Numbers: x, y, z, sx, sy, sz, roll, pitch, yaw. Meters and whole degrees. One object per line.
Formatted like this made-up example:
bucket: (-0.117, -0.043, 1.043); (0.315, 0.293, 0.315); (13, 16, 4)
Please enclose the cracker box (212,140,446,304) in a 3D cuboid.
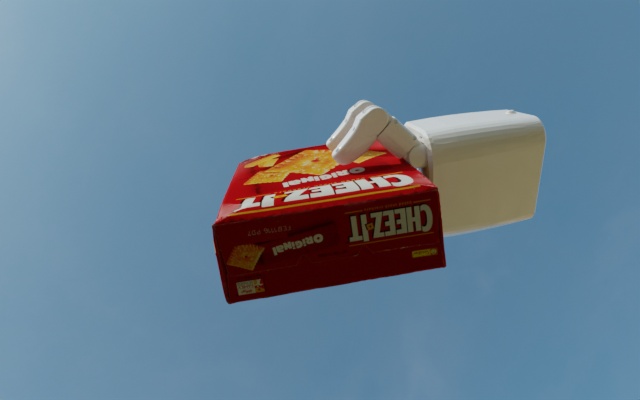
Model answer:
cracker box: (0.000, 0.002, 0.436); (0.164, 0.072, 0.213); (-10, 17, -1)
